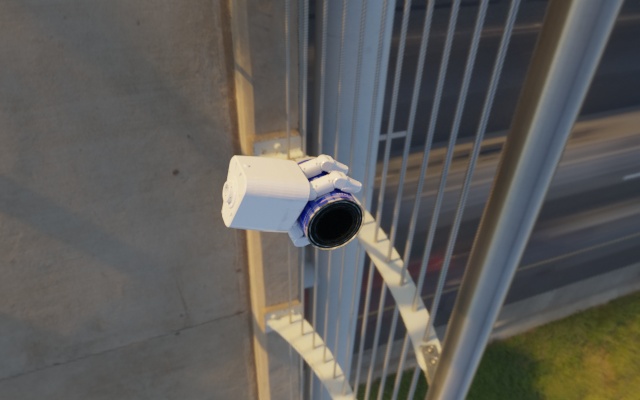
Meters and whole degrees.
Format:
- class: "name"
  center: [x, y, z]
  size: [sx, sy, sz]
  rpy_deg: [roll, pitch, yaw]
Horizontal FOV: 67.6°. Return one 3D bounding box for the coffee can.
- class: "coffee can"
  center: [0.000, 0.003, 0.823]
  size: [0.103, 0.103, 0.140]
  rpy_deg: [0, 33, -26]
